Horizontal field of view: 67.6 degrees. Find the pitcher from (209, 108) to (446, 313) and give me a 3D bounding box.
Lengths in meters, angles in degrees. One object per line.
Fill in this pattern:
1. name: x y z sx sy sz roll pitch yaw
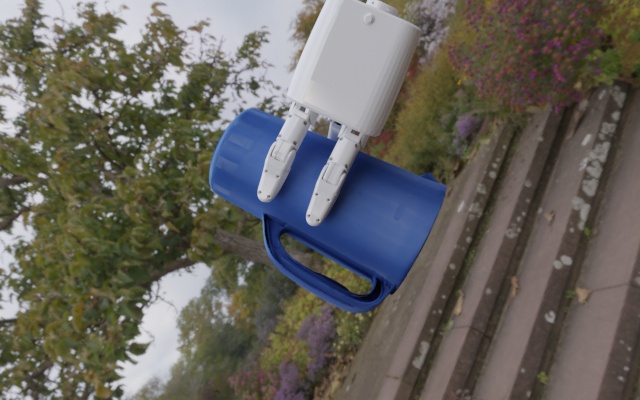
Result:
1. pitcher: 0.000 0.002 0.528 0.243 0.145 0.149 26 20 7
